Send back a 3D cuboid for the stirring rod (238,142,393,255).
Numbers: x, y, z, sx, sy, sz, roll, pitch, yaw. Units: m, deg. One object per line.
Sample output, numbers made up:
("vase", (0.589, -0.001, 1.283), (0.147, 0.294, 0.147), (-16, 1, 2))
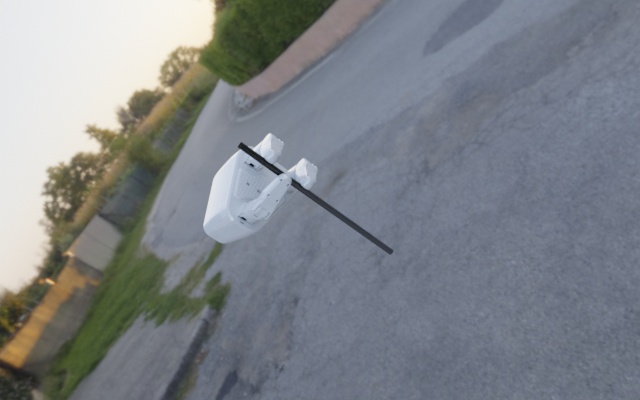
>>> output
("stirring rod", (0.000, 0.002, 0.586), (0.239, 0.011, 0.011), (35, -13, -19))
